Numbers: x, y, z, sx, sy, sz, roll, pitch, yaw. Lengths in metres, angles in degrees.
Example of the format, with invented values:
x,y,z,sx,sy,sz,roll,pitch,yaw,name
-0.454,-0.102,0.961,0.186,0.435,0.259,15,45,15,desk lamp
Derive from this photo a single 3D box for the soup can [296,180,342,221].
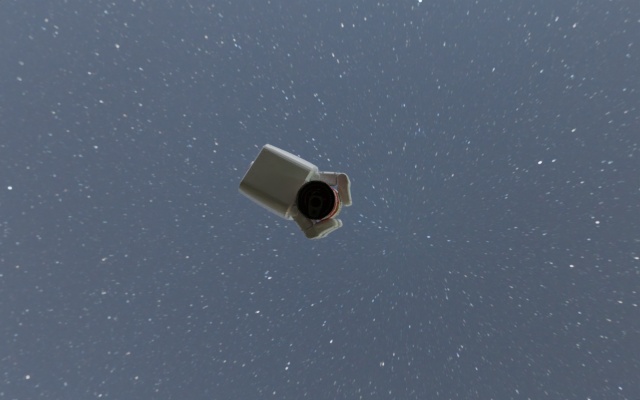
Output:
x,y,z,sx,sy,sz,roll,pitch,yaw,name
0.001,0.003,0.853,0.068,0.068,0.102,0,-4,10,soup can
